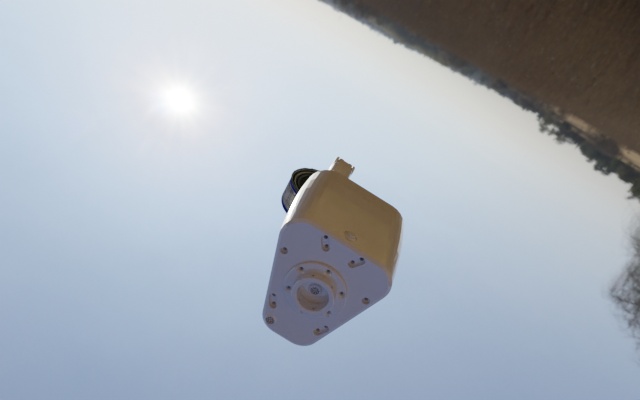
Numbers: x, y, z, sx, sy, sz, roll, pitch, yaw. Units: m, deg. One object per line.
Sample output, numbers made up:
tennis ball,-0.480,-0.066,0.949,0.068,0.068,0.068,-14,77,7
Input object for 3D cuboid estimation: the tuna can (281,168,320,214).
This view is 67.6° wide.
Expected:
tuna can,0.000,0.002,0.535,0.086,0.034,0.086,23,28,-13
